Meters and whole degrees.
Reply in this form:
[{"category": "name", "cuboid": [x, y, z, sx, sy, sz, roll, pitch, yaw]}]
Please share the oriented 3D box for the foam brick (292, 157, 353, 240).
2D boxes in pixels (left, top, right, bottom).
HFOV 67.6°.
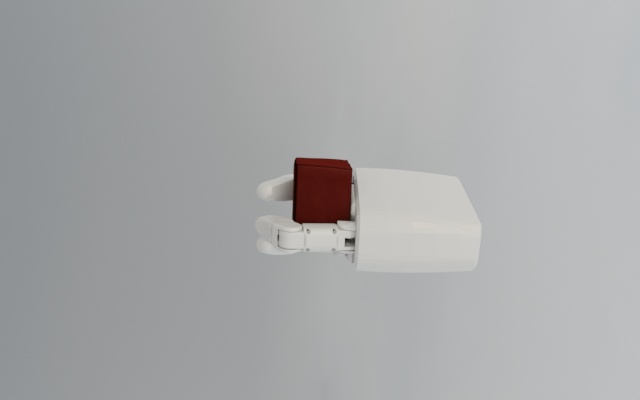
[{"category": "foam brick", "cuboid": [0.000, 0.001, 0.441, 0.051, 0.078, 0.053, 2, 14, -2]}]
